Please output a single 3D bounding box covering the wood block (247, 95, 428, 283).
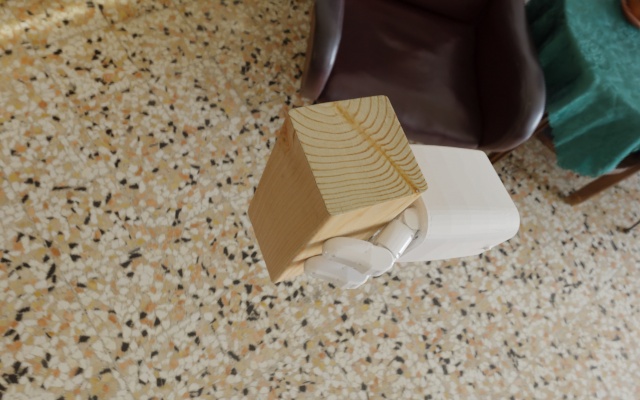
[{"bbox_3d":[0.000,0.001,0.450,0.090,0.090,0.206,-14,-18,-23],"label":"wood block"}]
